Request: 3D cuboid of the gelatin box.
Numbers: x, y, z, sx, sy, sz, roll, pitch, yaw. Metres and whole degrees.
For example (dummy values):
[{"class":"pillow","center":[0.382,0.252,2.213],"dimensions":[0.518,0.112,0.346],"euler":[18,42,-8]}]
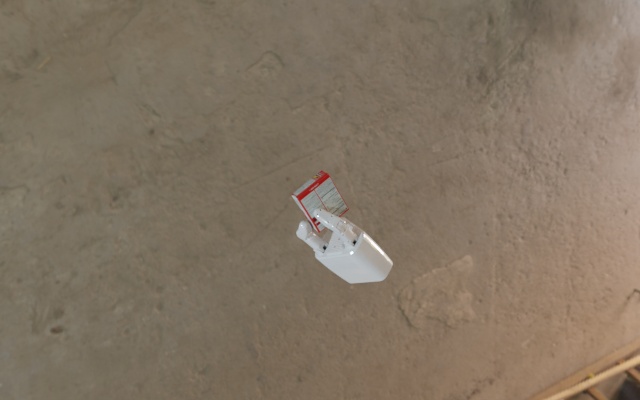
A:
[{"class":"gelatin box","center":[0.000,0.003,0.863],"dimensions":[0.073,0.089,0.030],"euler":[-39,30,-13]}]
